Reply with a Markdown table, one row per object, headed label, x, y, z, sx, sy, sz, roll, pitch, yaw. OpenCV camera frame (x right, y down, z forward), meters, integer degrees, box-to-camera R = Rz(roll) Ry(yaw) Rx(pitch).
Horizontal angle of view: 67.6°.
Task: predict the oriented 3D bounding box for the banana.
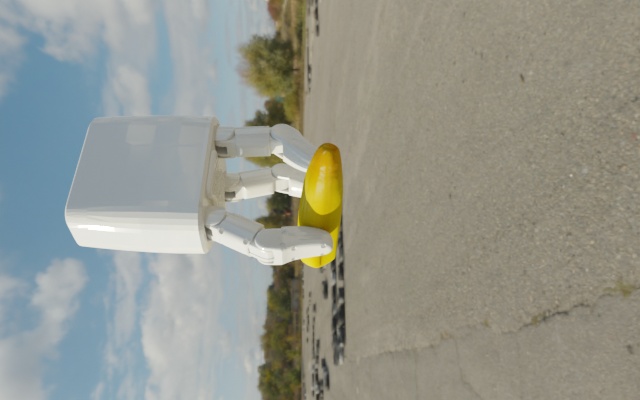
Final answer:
| label | x | y | z | sx | sy | sz | roll | pitch | yaw |
| --- | --- | --- | --- | --- | --- | --- | --- | --- | --- |
| banana | -0.001 | 0.020 | 0.428 | 0.037 | 0.069 | 0.198 | 4 | -19 | 1 |
